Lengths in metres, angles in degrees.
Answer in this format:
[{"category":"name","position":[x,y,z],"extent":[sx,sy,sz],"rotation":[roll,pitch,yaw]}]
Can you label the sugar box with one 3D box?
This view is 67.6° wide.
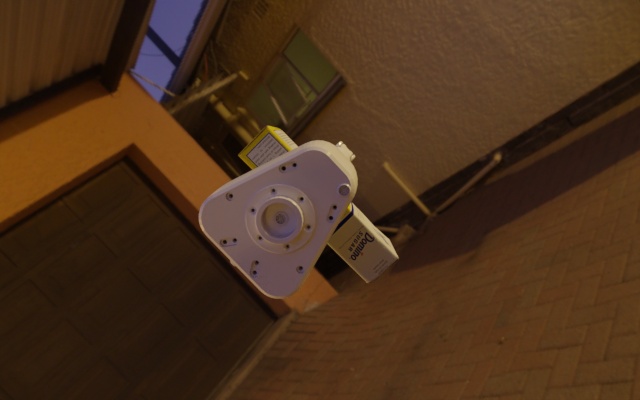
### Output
[{"category":"sugar box","position":[0.000,0.002,0.487],"extent":[0.048,0.176,0.093],"rotation":[-42,3,6]}]
